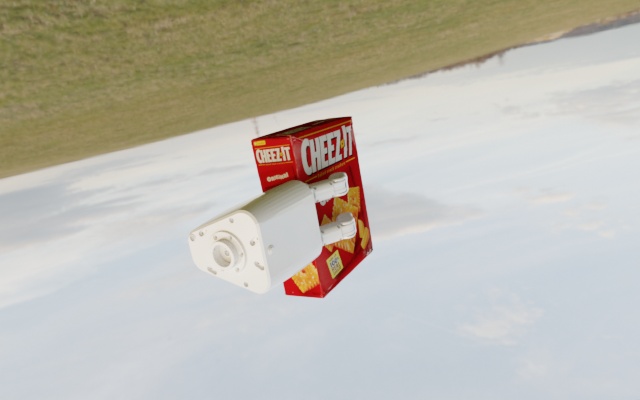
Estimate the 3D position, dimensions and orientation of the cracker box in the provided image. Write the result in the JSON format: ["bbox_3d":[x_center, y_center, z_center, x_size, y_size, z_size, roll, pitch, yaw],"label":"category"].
[{"bbox_3d":[0.000,0.002,0.661,0.072,0.214,0.164,-1,16,32],"label":"cracker box"}]
